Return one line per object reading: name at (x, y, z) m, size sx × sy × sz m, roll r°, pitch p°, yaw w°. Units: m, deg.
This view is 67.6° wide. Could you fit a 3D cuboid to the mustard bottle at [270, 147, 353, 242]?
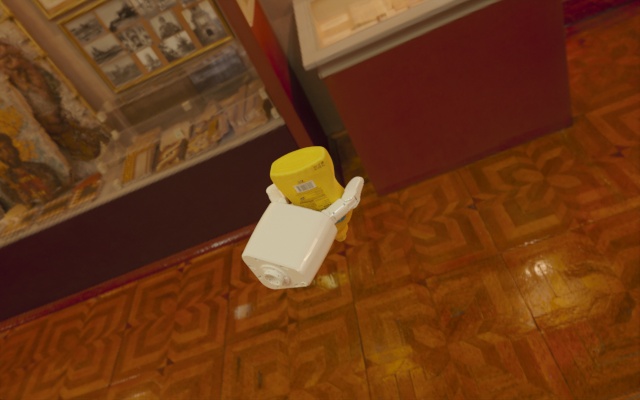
mustard bottle at (0.000, 0.002, 0.793) m, size 0.096 × 0.192 × 0.058 m, roll -18°, pitch 40°, yaw 16°
